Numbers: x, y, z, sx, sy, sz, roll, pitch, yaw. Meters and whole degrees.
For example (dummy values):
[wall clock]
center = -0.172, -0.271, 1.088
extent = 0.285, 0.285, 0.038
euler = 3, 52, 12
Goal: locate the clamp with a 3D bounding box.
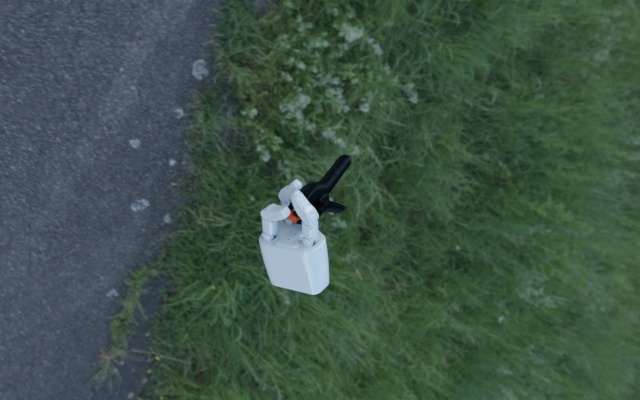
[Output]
[clamp]
center = 0.001, 0.003, 0.851
extent = 0.039, 0.120, 0.171
euler = 22, 44, 35
